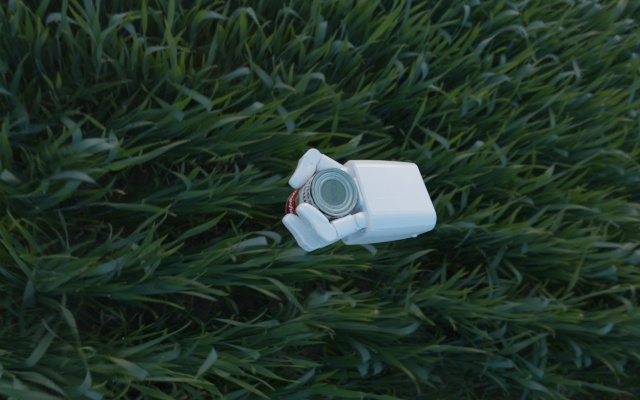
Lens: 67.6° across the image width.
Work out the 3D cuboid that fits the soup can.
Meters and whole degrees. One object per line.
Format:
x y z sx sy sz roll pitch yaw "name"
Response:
0.000 0.002 0.648 0.068 0.068 0.102 0 -15 -23 "soup can"
